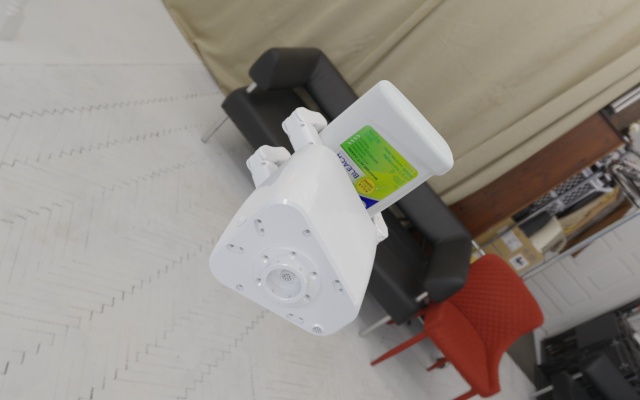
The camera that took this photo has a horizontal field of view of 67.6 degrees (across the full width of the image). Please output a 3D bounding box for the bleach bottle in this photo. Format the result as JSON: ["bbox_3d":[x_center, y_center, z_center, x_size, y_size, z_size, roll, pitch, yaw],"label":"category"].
[{"bbox_3d":[0.000,0.001,0.475,0.251,0.102,0.068,-40,13,25],"label":"bleach bottle"}]
